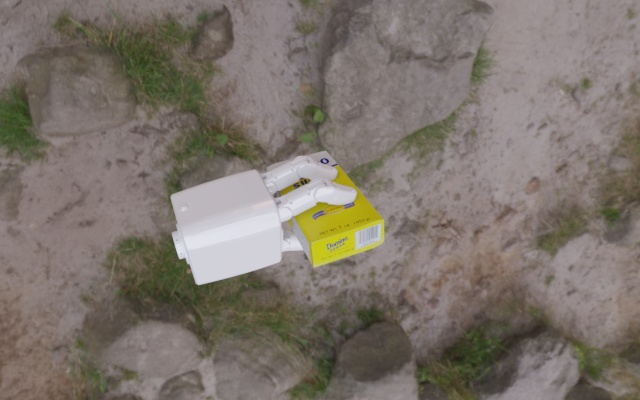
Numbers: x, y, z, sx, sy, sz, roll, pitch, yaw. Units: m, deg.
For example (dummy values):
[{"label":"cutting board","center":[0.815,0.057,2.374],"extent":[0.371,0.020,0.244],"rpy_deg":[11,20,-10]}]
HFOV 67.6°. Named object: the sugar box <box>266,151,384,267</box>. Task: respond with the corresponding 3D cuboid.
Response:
[{"label":"sugar box","center":[0.000,0.002,0.606],"extent":[0.093,0.048,0.176],"rpy_deg":[-16,40,-16]}]
